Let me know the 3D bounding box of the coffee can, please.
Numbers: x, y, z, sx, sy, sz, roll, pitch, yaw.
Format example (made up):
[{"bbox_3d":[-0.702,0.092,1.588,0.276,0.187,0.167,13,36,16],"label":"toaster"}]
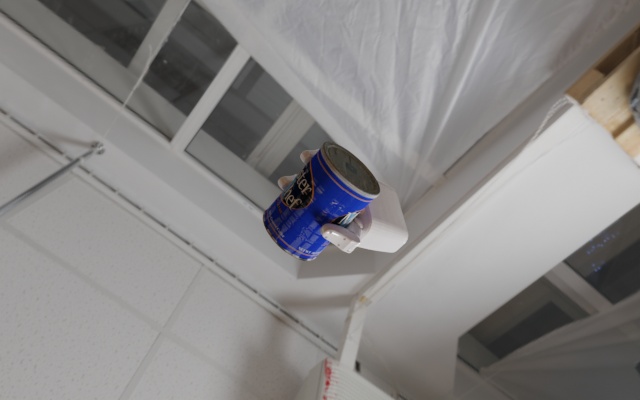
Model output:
[{"bbox_3d":[0.000,0.002,0.676,0.140,0.102,0.103,-47,-23,23],"label":"coffee can"}]
